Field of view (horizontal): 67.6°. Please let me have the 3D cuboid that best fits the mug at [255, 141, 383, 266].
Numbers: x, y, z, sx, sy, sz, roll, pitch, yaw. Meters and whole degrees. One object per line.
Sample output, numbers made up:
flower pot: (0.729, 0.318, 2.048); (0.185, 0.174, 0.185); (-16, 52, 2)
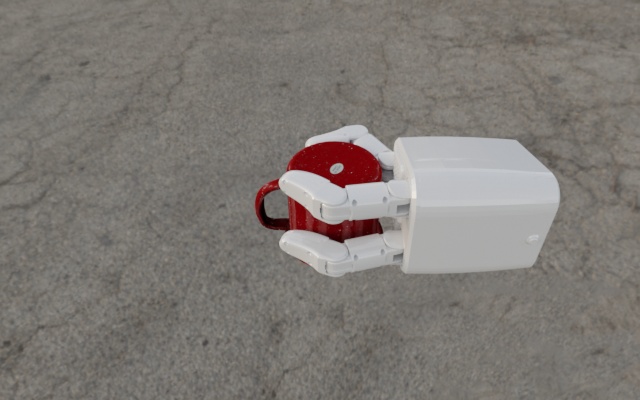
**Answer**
mug: (-0.001, 0.001, 0.426); (0.117, 0.082, 0.093); (-1, 41, 0)
